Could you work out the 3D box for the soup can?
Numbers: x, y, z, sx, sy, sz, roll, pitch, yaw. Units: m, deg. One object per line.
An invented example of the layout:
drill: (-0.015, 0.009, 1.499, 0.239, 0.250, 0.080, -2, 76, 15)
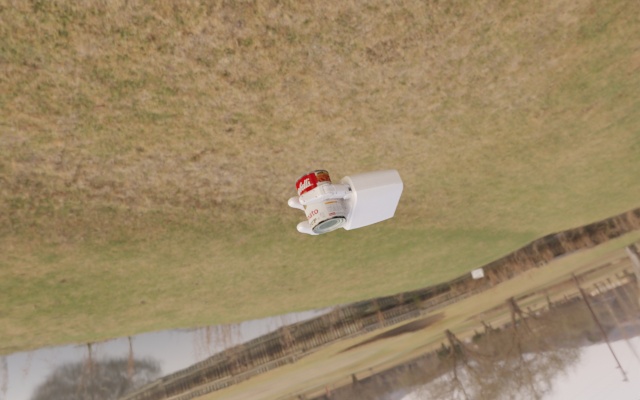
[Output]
soup can: (0.000, 0.003, 0.892, 0.068, 0.102, 0.068, -18, -21, -7)
